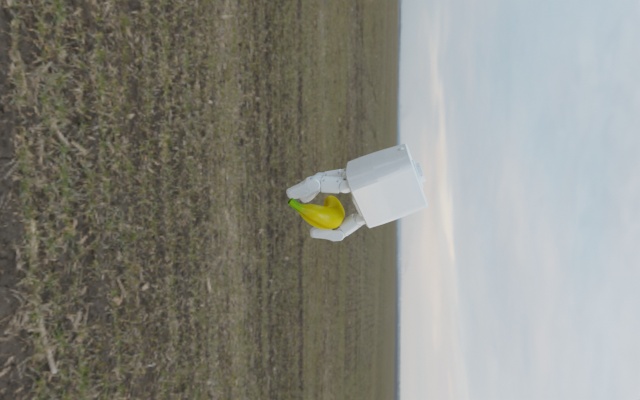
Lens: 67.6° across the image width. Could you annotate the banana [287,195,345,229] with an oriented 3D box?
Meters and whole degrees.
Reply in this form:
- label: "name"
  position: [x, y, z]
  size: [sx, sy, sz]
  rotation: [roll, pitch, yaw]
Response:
- label: "banana"
  position: [0.010, 0.018, 0.808]
  size: [0.037, 0.069, 0.198]
  rotation: [-39, -11, 14]
